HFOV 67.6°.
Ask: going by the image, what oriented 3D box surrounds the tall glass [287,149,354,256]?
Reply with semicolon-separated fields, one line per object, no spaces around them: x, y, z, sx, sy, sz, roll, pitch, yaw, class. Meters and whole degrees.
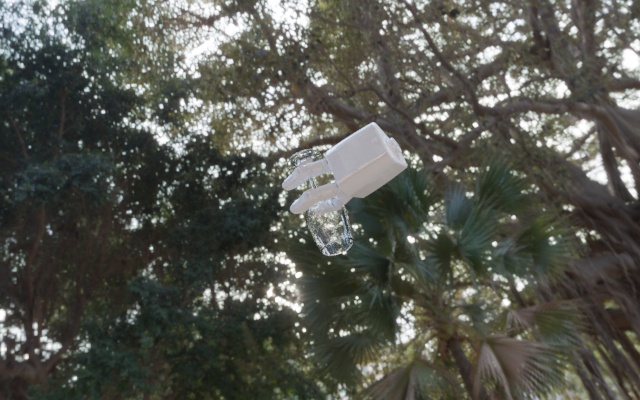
0.000;0.002;0.895;0.079;0.201;0.079;-15;-30;-9;tall glass
